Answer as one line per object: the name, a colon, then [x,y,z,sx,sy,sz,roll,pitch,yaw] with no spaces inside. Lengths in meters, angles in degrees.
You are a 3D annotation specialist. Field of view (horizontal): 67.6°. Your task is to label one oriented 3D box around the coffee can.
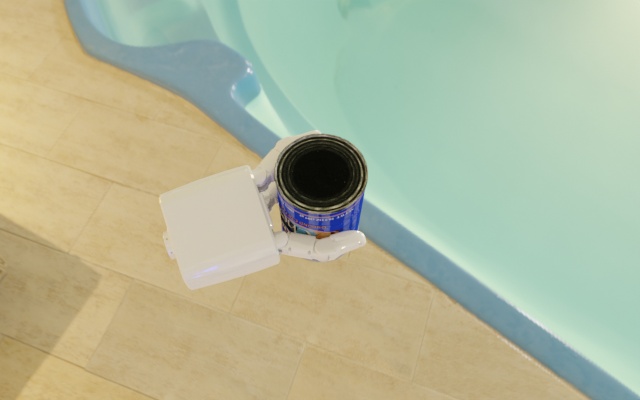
coffee can: [0.000,0.002,0.576,0.103,0.102,0.140,0,-28,-1]
